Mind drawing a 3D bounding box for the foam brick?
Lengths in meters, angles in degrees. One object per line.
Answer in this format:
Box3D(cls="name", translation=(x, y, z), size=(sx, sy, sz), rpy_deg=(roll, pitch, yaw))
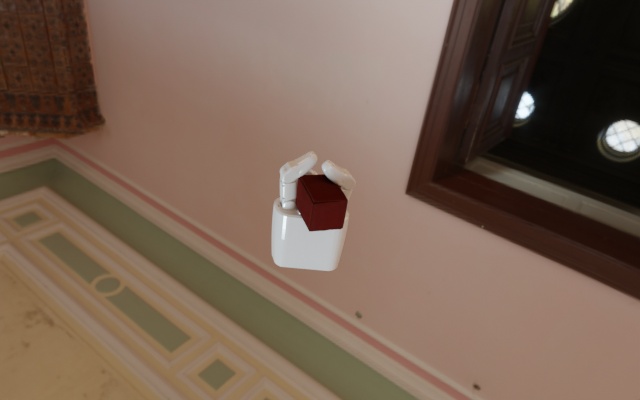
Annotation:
Box3D(cls="foam brick", translation=(0.000, 0.002, 0.695), size=(0.053, 0.051, 0.078), rpy_deg=(-3, 33, -19))
